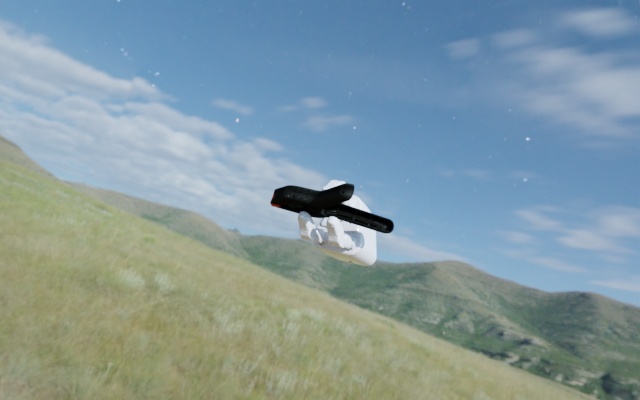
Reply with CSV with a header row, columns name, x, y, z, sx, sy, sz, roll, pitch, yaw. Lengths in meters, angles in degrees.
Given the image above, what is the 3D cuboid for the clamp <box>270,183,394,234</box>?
name,x,y,z,sx,sy,sz,roll,pitch,yaw
clamp,0.000,0.002,0.771,0.210,0.036,0.165,10,-18,27
